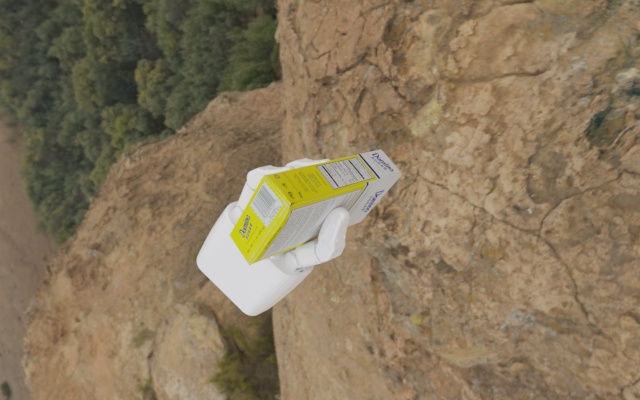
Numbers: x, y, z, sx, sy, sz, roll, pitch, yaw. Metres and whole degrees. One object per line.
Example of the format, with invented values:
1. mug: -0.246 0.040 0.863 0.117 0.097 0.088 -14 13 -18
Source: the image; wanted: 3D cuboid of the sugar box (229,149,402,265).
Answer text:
1. sugar box: 0.000 0.001 0.498 0.176 0.048 0.093 -20 -26 -47
